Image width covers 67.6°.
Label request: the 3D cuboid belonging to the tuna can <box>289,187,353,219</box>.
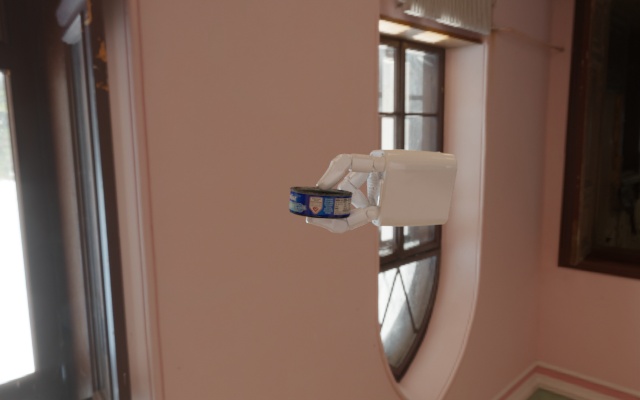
[{"bbox_3d":[0.000,0.003,0.655,0.086,0.034,0.086,5,7,-1],"label":"tuna can"}]
